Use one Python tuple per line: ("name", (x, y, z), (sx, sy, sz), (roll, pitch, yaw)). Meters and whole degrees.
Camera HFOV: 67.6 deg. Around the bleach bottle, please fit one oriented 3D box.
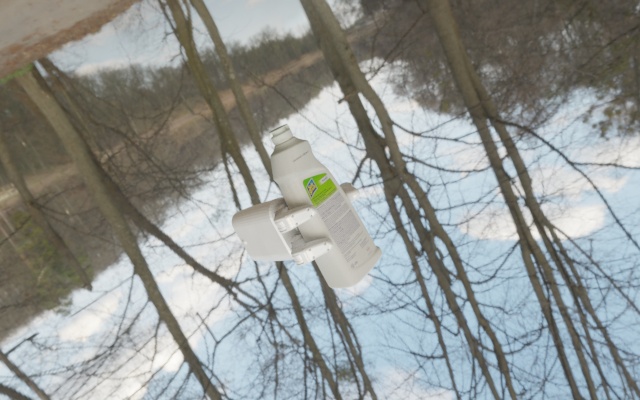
("bleach bottle", (0.000, 0.002, 0.708), (0.068, 0.251, 0.102), (-13, 20, 43))
